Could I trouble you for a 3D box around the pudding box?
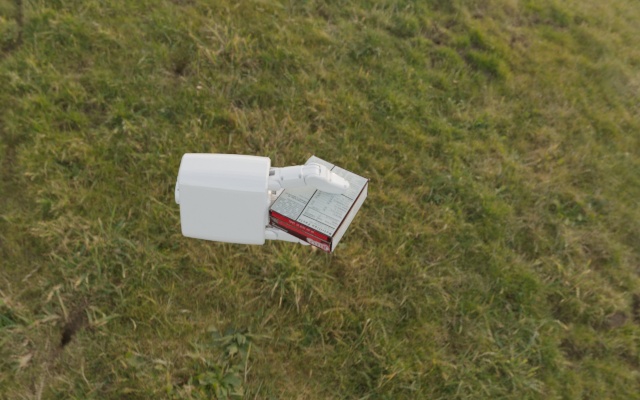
[{"bbox_3d":[0.000,0.002,0.609,0.090,0.113,0.039,25,-35,15],"label":"pudding box"}]
